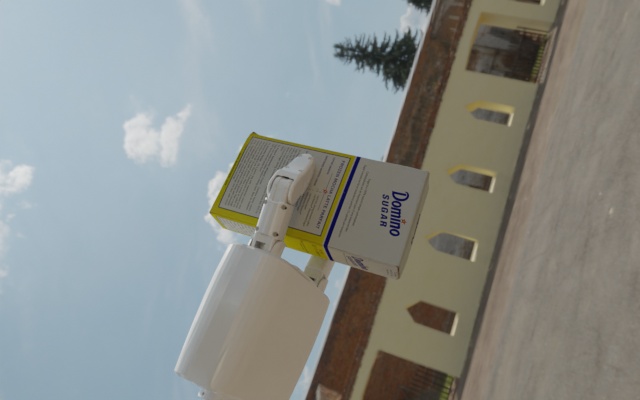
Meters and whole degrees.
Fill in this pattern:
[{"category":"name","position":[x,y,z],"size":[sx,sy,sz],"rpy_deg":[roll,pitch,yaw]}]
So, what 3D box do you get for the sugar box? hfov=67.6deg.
[{"category":"sugar box","position":[0.000,0.002,0.432],"size":[0.176,0.093,0.048],"rpy_deg":[16,-22,16]}]
